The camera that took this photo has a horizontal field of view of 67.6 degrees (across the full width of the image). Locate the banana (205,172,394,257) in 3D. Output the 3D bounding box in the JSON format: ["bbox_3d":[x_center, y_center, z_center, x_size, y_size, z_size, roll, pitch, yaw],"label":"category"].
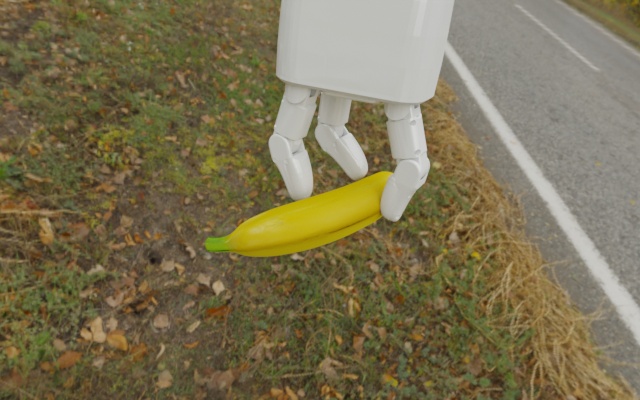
[{"bbox_3d":[0.008,0.007,0.393,0.198,0.037,0.069,-17,23,-31],"label":"banana"}]
